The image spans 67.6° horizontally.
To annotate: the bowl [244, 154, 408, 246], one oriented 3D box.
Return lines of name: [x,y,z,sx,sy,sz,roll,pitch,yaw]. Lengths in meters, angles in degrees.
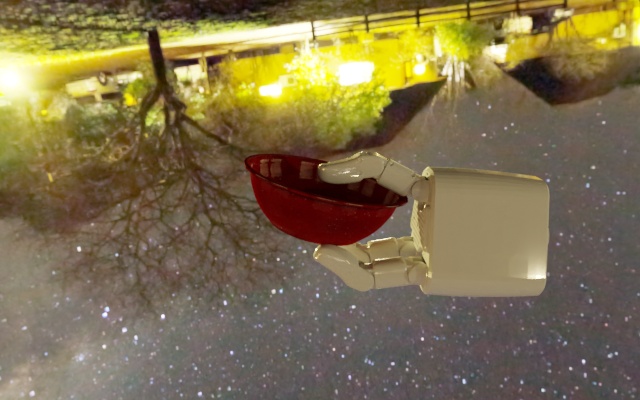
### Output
bowl: [-0.001,0.002,0.469,0.162,0.055,0.162,13,15,-4]
